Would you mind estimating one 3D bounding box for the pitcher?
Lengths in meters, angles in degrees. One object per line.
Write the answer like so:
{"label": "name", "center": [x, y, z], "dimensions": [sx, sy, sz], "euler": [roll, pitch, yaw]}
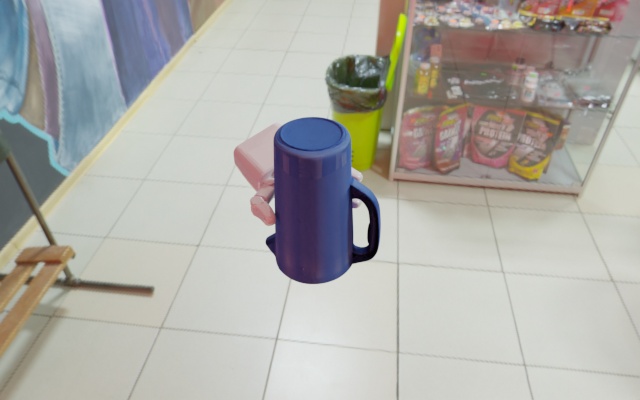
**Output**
{"label": "pitcher", "center": [0.000, 0.002, 0.728], "dimensions": [0.149, 0.243, 0.145], "euler": [-22, 44, -24]}
